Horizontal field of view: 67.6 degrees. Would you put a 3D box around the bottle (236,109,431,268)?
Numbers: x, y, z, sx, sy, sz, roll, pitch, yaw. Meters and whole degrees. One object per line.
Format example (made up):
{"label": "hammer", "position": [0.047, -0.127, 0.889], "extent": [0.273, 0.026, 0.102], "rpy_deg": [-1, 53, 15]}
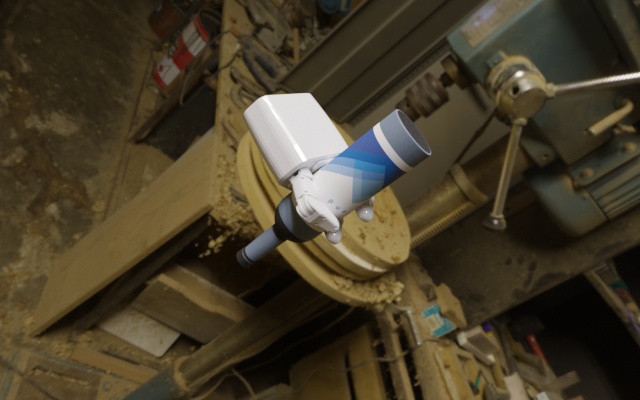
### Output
{"label": "bottle", "position": [0.000, 0.002, 0.609], "extent": [0.296, 0.069, 0.069], "rpy_deg": [-37, -17, 23]}
